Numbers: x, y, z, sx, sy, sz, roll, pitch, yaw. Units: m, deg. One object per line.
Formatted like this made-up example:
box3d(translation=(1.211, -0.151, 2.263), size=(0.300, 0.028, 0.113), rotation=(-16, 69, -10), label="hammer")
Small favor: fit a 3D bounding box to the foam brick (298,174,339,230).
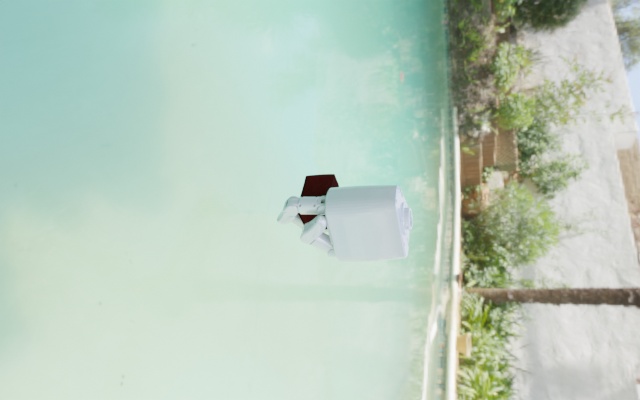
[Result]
box3d(translation=(0.000, 0.002, 0.767), size=(0.051, 0.078, 0.053), rotation=(-5, -44, 20), label="foam brick")
